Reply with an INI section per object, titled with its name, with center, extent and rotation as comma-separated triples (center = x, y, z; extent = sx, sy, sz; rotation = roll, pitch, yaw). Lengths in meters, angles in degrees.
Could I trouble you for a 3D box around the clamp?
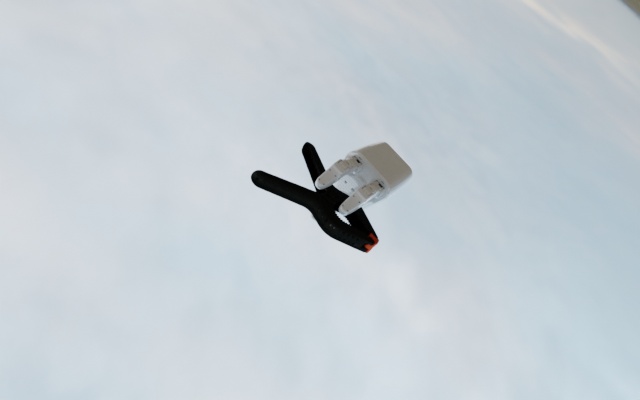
[clamp]
center = 0.000, 0.003, 0.735
extent = 0.164, 0.210, 0.036
rotation = -28, -17, -51
